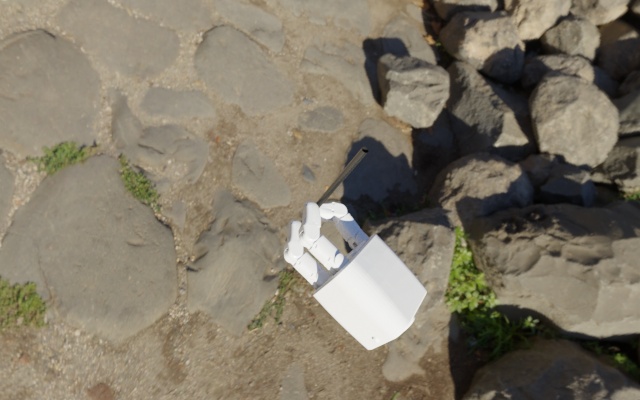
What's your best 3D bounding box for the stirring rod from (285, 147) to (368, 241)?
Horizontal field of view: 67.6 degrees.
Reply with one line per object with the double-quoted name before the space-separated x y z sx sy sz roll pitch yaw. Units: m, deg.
"stirring rod" 0.000 0.002 0.611 0.011 0.011 0.240 0 -28 -27
